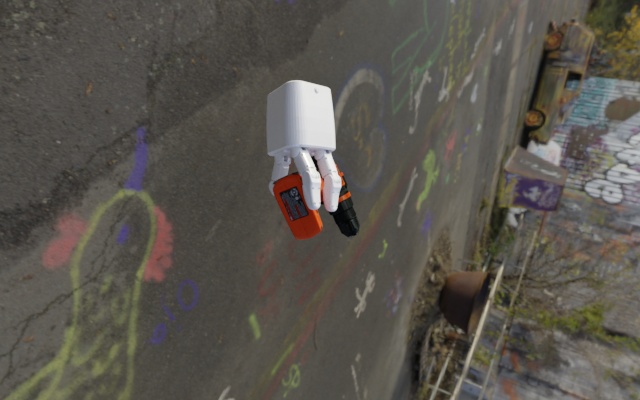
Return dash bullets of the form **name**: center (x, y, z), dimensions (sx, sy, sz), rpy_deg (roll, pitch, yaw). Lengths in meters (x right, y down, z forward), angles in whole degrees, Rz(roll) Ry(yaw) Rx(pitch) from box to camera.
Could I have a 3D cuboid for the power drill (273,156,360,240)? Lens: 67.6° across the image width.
- **power drill**: center (0.000, 0.003, 0.837), dimensions (0.057, 0.184, 0.187), rpy_deg (-24, 6, 25)
